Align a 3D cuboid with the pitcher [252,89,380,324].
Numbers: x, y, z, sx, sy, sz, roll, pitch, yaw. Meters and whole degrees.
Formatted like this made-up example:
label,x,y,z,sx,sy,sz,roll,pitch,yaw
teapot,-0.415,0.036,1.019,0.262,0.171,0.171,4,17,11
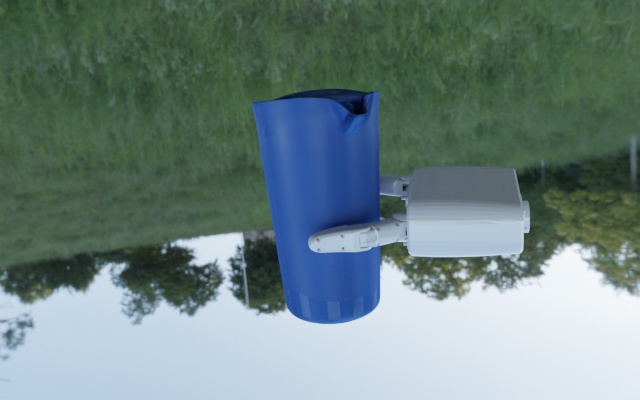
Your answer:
label,x,y,z,sx,sy,sz,roll,pitch,yaw
pitcher,0.000,0.002,0.530,0.145,0.243,0.149,-1,12,15
